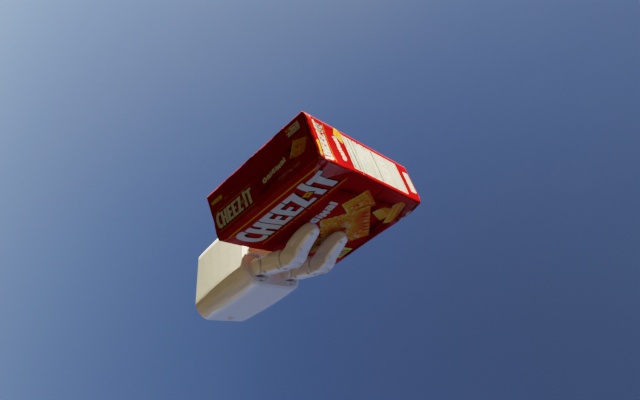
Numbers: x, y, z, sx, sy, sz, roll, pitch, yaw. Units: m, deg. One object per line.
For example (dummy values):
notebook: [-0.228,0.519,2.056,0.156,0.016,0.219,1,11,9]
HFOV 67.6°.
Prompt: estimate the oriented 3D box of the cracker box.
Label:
cracker box: [0.000,0.002,0.586,0.164,0.072,0.214,-38,-34,26]
